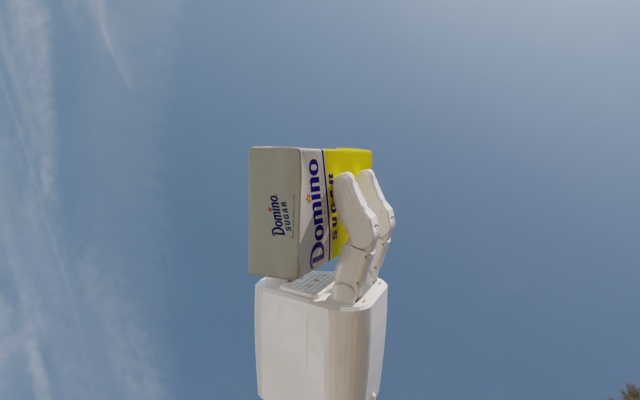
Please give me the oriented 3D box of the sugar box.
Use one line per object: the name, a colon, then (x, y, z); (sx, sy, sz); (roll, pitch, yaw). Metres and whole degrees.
sugar box: (0.001, 0.001, 0.405); (0.048, 0.093, 0.176); (3, 7, 19)
